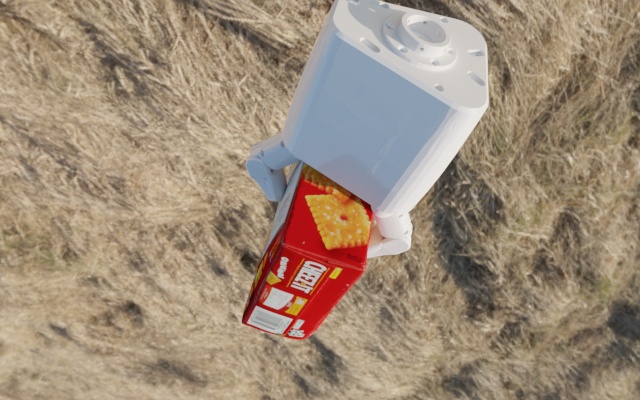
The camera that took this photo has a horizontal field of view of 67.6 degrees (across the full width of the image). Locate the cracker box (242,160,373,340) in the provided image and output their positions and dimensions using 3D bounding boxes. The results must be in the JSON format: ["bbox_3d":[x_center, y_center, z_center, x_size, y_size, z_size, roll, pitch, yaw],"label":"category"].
[{"bbox_3d":[0.000,0.002,0.449,0.072,0.213,0.164,20,-38,-7],"label":"cracker box"}]
